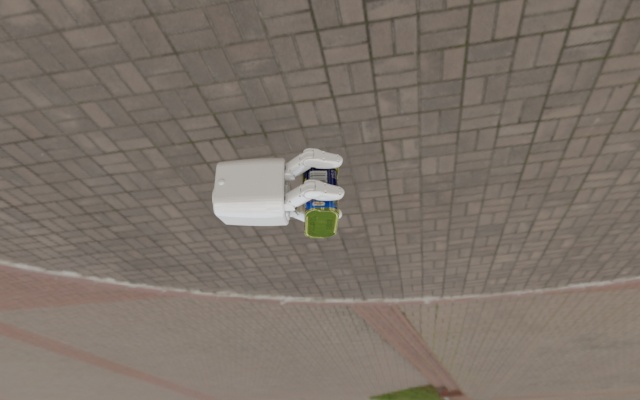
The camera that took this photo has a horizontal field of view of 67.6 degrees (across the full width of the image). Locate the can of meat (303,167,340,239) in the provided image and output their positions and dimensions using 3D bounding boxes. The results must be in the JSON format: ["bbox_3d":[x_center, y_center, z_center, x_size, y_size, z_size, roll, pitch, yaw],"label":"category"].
[{"bbox_3d":[0.000,0.003,0.755,0.057,0.084,0.102,0,-30,-2],"label":"can of meat"}]
